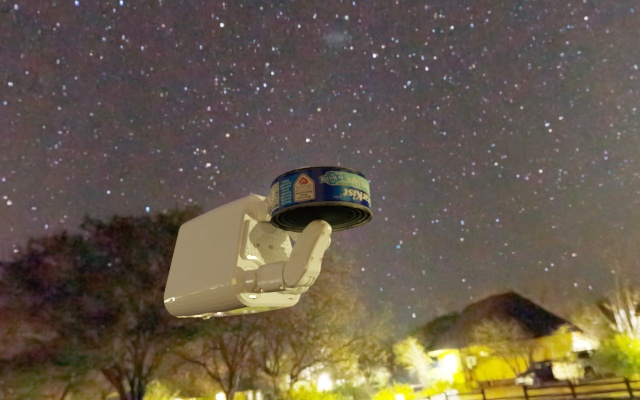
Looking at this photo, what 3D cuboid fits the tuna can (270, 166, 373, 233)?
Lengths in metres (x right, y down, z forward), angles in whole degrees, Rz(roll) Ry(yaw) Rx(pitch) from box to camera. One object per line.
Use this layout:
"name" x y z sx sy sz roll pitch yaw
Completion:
"tuna can" 0.000 0.001 0.405 0.086 0.033 0.086 -3 -18 -1
